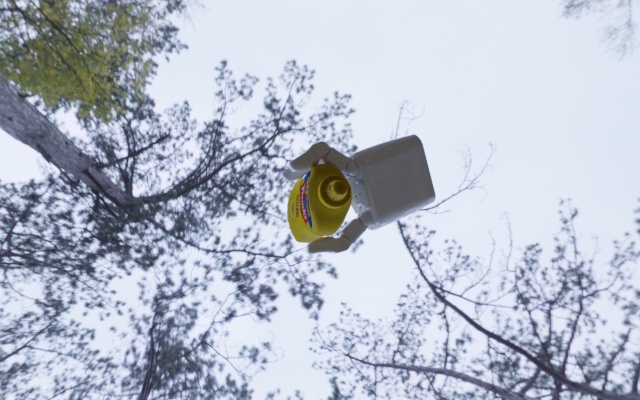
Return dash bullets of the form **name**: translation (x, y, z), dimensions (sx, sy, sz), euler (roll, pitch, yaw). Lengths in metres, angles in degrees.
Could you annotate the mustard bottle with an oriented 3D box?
- **mustard bottle**: translation (0.000, 0.002, 0.653), dimensions (0.058, 0.096, 0.192), euler (3, -11, -15)
